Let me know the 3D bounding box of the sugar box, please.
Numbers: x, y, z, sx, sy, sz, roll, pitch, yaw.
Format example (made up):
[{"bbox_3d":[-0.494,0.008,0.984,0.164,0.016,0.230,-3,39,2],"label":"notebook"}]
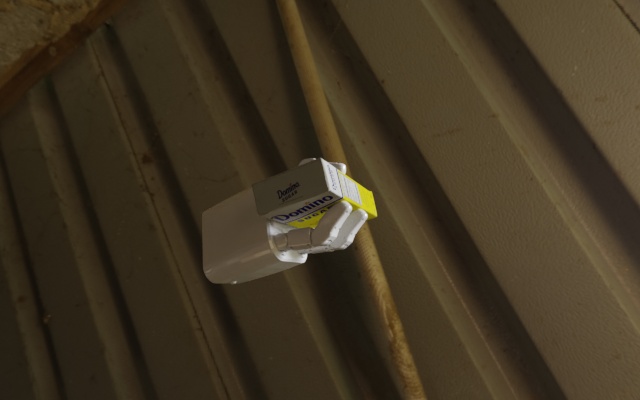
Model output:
[{"bbox_3d":[0.000,0.003,0.600,0.093,0.048,0.176,-20,-16,20],"label":"sugar box"}]
